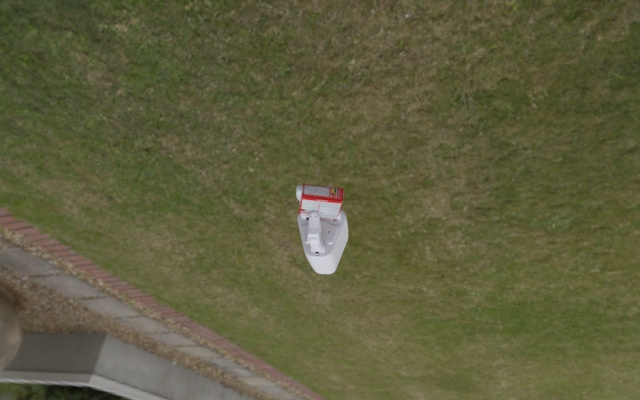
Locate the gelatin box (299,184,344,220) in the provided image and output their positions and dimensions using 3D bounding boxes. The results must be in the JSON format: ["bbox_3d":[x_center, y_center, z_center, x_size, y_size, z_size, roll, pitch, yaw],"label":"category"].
[{"bbox_3d":[0.000,0.003,0.868,0.073,0.030,0.089,7,-23,-3],"label":"gelatin box"}]
